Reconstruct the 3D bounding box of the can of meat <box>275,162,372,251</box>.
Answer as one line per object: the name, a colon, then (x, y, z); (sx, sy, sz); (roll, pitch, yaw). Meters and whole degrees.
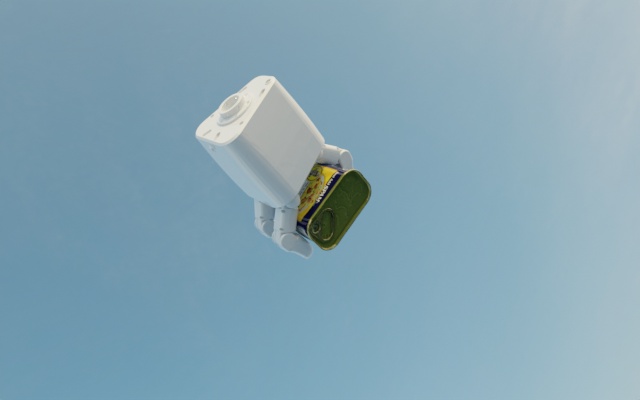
can of meat: (0.000, 0.002, 0.604); (0.084, 0.102, 0.057); (22, -18, 49)
